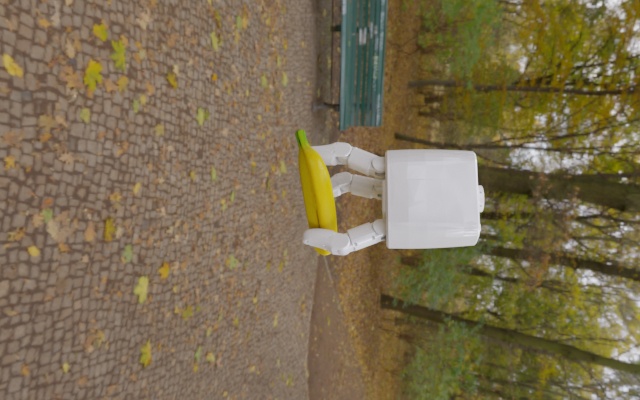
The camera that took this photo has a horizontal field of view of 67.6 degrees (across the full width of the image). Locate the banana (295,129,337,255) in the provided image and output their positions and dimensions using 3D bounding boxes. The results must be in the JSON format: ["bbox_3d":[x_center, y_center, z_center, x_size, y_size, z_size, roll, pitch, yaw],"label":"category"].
[{"bbox_3d":[0.000,0.011,0.603,0.037,0.198,0.069,-7,37,2],"label":"banana"}]
